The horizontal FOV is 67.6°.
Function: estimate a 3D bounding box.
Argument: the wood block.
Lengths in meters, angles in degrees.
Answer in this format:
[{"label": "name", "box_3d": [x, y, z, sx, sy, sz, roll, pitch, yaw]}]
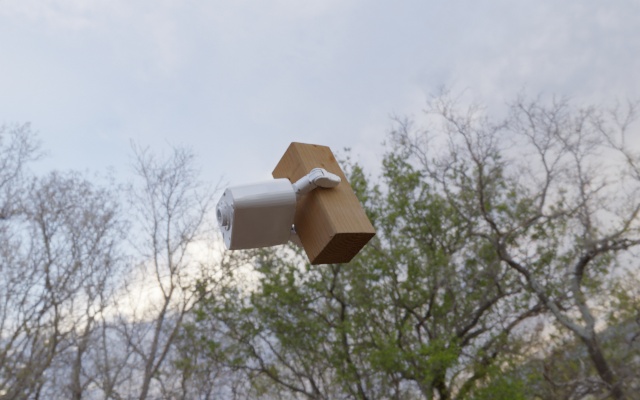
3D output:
[{"label": "wood block", "box_3d": [0.000, 0.002, 0.847, 0.090, 0.206, 0.091, 3, -42, -38]}]
